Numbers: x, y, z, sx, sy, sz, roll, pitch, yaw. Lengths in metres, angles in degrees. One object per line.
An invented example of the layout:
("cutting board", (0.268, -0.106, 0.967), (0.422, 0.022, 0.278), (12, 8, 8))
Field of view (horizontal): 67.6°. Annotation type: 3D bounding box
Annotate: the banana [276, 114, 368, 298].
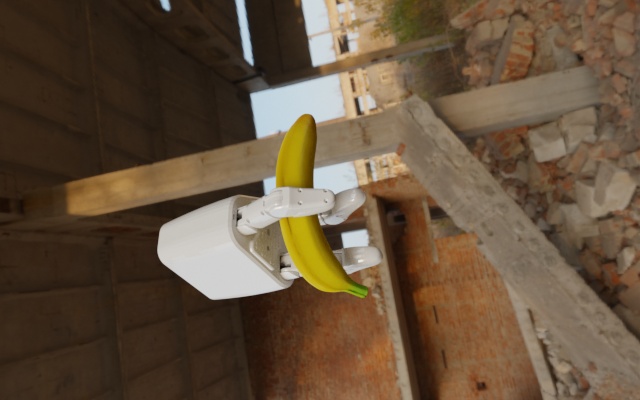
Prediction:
("banana", (-0.012, 0.006, 0.469), (0.069, 0.197, 0.037), (-5, -14, -45))
